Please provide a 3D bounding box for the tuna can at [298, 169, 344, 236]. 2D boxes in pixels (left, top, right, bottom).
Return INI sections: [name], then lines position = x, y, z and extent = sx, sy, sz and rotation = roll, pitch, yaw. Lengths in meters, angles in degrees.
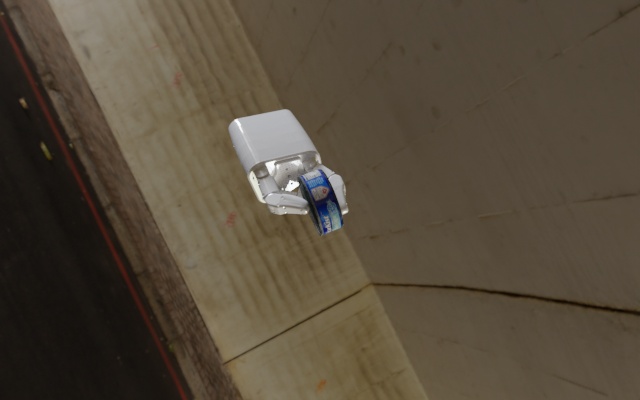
[tuna can]
position = 0.001, 0.002, 0.641
extent = 0.034, 0.086, 0.086
rotation = -21, 3, -7
